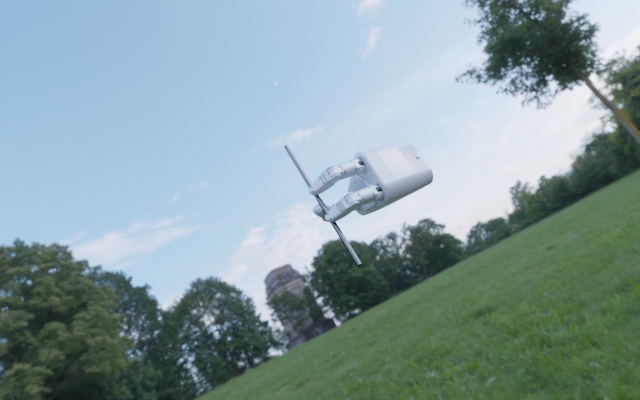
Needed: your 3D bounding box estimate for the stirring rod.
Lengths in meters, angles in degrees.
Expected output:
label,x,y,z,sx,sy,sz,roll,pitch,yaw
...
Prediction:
label,x,y,z,sx,sy,sz,roll,pitch,yaw
stirring rod,0.000,0.003,0.767,0.011,0.239,0.011,-27,-22,-12
